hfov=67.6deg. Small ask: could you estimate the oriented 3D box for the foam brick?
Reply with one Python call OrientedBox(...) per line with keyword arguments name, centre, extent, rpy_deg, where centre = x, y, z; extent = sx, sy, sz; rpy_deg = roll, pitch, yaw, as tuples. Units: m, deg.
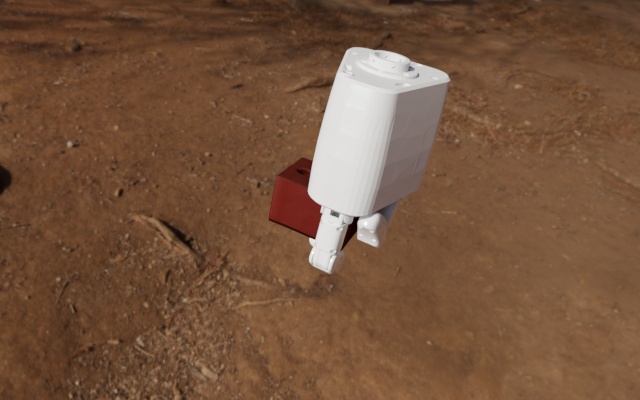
OrientedBox(name="foam brick", centre=(0.000, 0.001, 0.447), extent=(0.078, 0.051, 0.053), rpy_deg=(22, 33, 16))
